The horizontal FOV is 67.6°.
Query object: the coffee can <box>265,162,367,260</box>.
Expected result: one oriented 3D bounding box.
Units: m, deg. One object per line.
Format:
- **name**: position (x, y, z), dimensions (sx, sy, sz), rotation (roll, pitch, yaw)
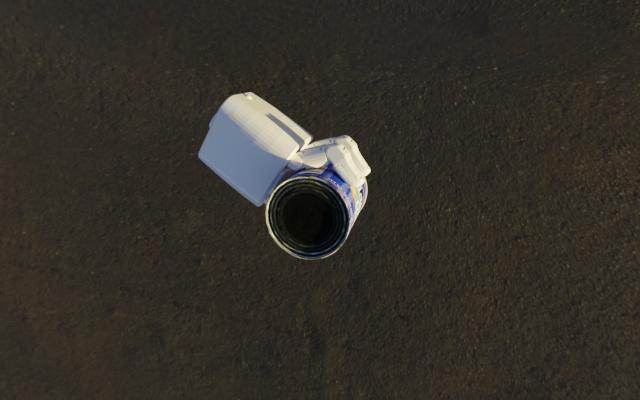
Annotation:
- **coffee can**: position (0.000, 0.002, 0.616), dimensions (0.103, 0.103, 0.140), rotation (0, 16, 14)
